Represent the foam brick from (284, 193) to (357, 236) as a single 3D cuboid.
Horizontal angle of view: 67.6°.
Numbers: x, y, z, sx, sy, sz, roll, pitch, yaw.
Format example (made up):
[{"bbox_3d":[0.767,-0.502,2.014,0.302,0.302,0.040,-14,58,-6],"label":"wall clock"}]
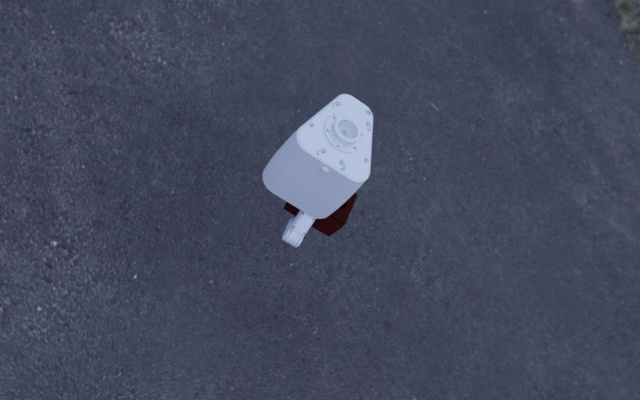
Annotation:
[{"bbox_3d":[0.000,0.002,0.643,0.078,0.053,0.051,32,-33,-11],"label":"foam brick"}]
